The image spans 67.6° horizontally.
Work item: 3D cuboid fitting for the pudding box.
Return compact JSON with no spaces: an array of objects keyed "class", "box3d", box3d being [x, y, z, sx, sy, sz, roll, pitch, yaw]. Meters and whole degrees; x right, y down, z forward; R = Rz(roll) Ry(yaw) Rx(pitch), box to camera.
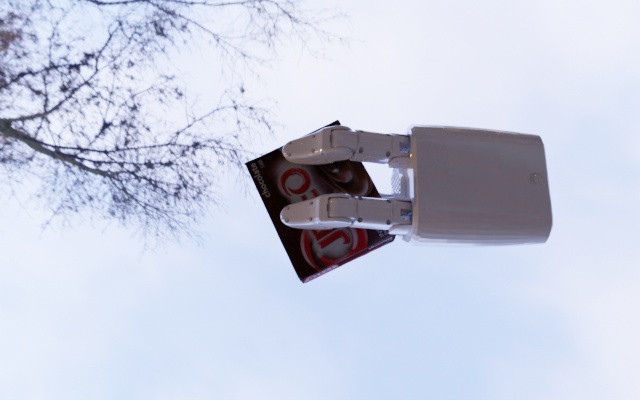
[{"class":"pudding box","box3d":[0.000,0.001,0.406,0.090,0.113,0.039,-26,-16,-6]}]
